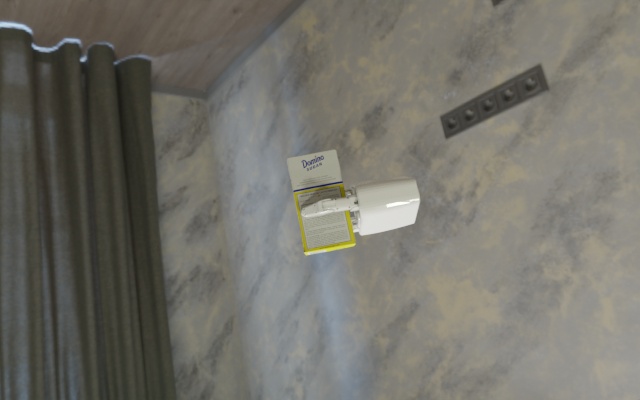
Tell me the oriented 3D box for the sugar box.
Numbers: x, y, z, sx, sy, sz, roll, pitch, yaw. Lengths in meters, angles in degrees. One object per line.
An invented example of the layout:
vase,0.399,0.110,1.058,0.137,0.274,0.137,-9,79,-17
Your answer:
sugar box,0.000,0.003,0.860,0.093,0.176,0.048,-10,-13,-3
